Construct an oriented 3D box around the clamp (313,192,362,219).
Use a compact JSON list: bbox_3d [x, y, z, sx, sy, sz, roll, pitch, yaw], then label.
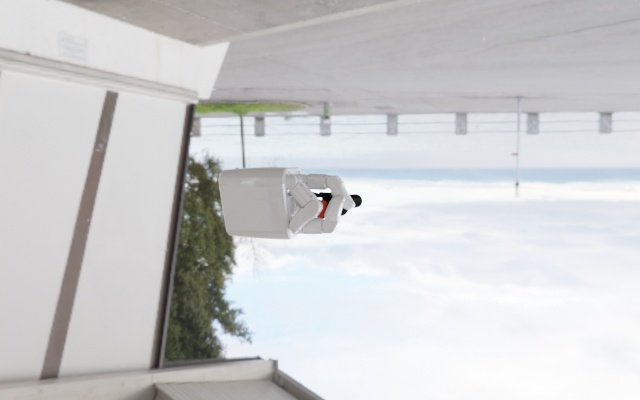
[{"bbox_3d":[0.000,0.003,0.808,0.120,0.039,0.171,1,4,14],"label":"clamp"}]
